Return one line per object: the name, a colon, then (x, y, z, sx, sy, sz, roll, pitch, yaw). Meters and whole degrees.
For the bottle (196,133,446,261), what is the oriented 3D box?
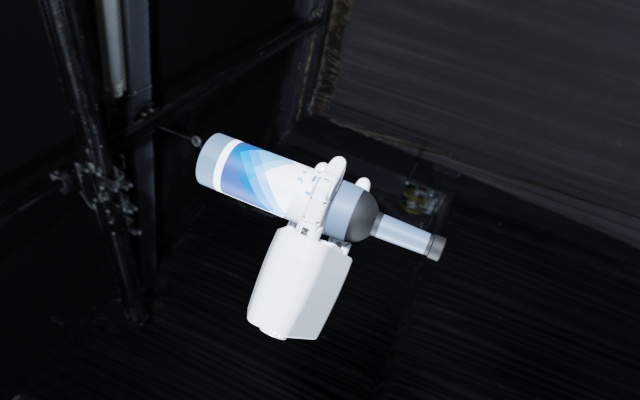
bottle: (0.000, 0.002, 0.556, 0.295, 0.069, 0.069, 22, 4, 11)
